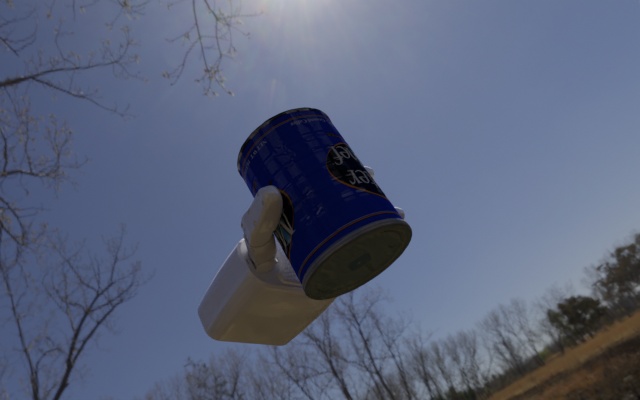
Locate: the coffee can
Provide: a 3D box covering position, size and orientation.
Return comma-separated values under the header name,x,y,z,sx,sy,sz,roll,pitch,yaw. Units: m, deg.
name,x,y,z,sx,sy,sz,roll,pitch,yaw
coffee can,0.000,0.001,0.427,0.103,0.140,0.103,-24,-30,-15
